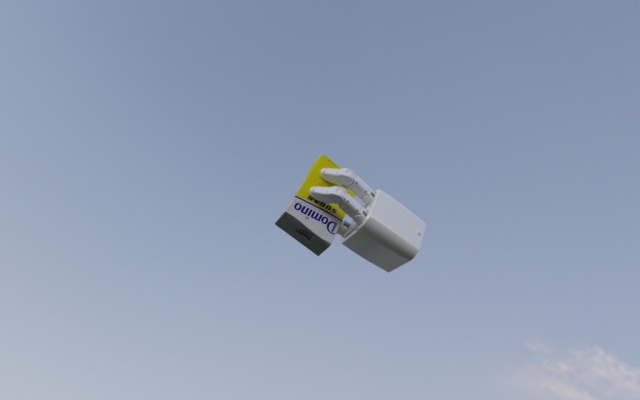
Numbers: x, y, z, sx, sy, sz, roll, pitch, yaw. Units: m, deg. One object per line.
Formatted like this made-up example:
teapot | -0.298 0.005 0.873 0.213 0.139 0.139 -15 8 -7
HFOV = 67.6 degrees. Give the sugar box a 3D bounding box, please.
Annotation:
sugar box | 0.001 0.002 0.819 0.048 0.093 0.176 -47 10 39
